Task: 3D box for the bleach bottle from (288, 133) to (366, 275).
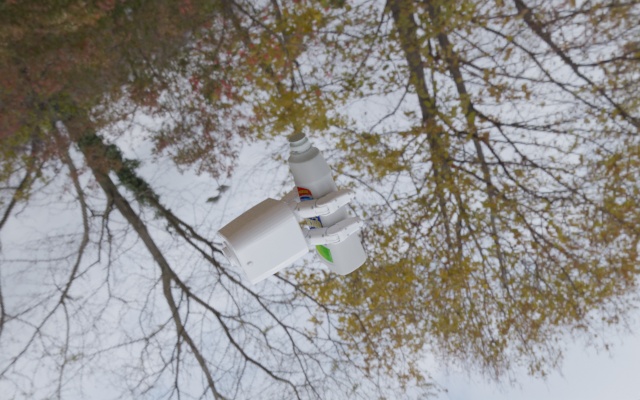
[{"bbox_3d":[0.000,0.003,0.785,0.068,0.251,0.102,-32,33,-16],"label":"bleach bottle"}]
